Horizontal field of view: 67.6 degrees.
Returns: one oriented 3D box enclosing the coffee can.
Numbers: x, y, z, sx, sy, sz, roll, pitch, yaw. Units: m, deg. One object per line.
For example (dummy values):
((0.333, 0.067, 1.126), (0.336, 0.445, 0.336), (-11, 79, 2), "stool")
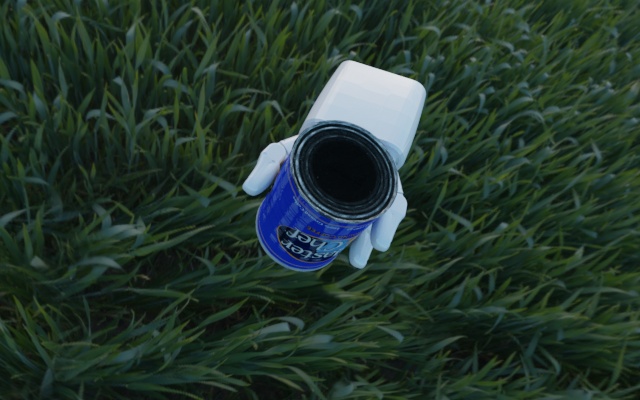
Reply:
((0.000, 0.002, 0.476), (0.103, 0.102, 0.140), (0, -24, -21), "coffee can")
